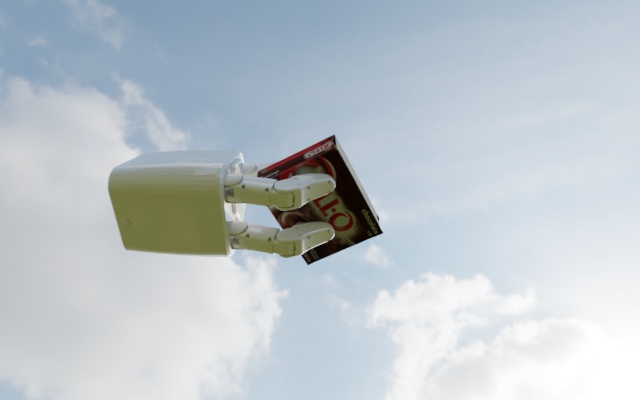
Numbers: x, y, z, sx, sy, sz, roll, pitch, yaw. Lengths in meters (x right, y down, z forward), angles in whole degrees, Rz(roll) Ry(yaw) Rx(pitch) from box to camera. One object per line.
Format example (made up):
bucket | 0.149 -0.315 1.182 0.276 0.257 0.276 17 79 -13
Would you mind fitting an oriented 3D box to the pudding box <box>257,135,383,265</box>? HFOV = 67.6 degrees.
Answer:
pudding box | 0.000 0.002 0.487 0.090 0.113 0.039 -24 30 14
